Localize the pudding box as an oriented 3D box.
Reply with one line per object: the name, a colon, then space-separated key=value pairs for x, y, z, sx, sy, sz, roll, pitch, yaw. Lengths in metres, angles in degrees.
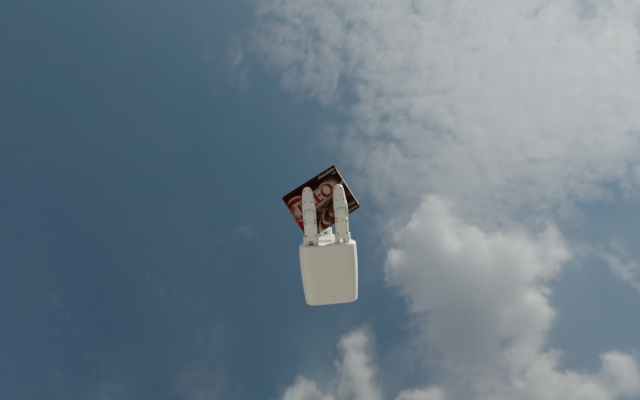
pudding box: x=0.000 y=0.003 z=0.860 sx=0.113 sy=0.090 sz=0.039 roll=-33 pitch=3 yaw=-1
